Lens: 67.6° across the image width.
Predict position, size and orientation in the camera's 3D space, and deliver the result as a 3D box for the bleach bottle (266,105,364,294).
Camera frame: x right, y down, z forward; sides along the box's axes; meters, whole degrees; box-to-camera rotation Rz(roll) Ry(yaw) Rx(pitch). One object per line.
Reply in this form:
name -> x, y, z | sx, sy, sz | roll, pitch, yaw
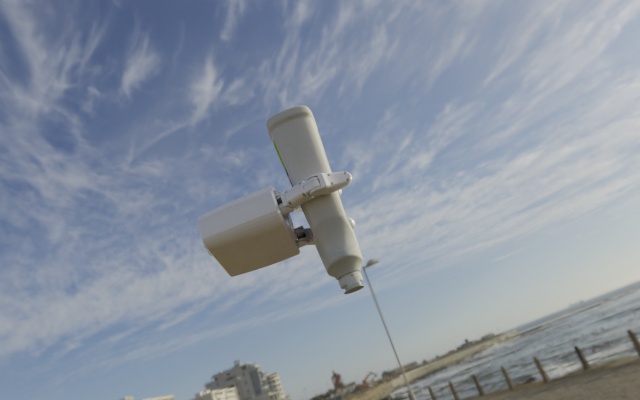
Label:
bleach bottle -> 0.000, 0.002, 0.644 | 0.068, 0.250, 0.103 | -21, -21, 0
